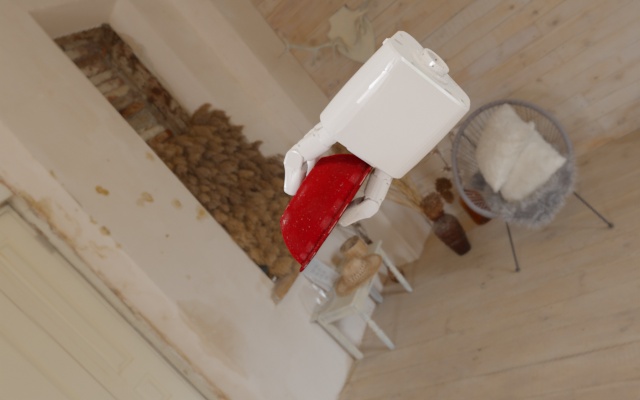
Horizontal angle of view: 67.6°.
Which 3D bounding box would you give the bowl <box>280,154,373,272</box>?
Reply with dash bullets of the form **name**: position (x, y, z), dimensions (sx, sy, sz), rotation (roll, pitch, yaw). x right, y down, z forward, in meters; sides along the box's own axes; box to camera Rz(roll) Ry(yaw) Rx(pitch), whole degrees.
- **bowl**: position (-0.001, 0.003, 0.558), dimensions (0.055, 0.162, 0.162), rotation (33, 1, 1)
